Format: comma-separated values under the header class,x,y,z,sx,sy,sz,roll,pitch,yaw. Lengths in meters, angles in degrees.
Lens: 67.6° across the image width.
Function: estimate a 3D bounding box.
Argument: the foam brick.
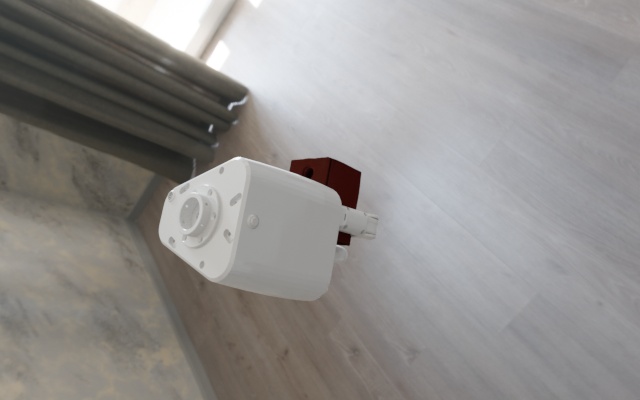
class,x,y,z,sx,sy,sz,roll,pitch,yaw
foam brick,0.000,0.001,0.465,0.053,0.078,0.051,0,-14,42
